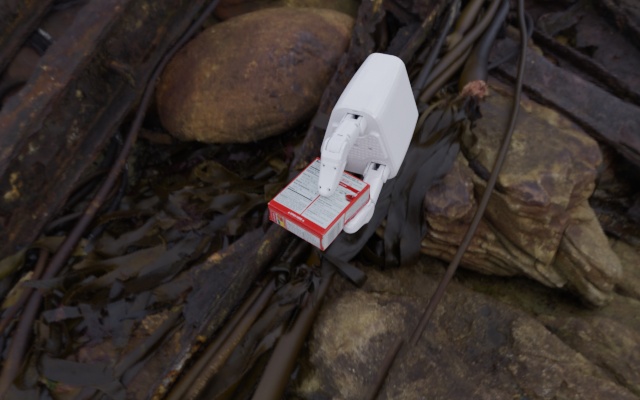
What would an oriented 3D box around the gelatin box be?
[{"bbox_3d":[0.000,0.002,0.511,0.073,0.030,0.089,28,55,25],"label":"gelatin box"}]
